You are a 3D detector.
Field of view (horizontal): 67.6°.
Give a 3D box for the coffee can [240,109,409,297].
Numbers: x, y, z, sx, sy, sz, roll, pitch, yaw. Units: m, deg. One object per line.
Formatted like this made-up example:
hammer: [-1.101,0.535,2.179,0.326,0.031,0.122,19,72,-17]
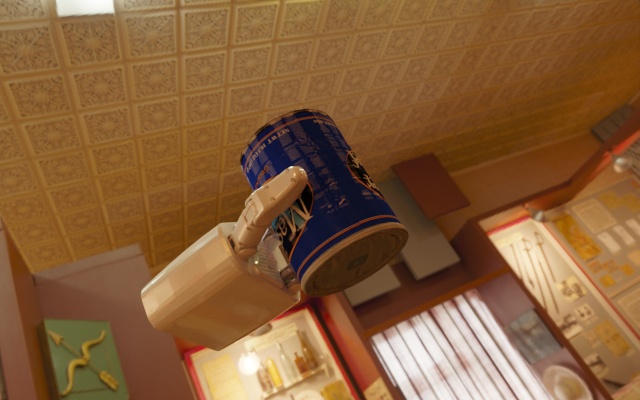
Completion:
coffee can: [0.000,0.001,0.439,0.103,0.140,0.103,-24,-27,-13]
